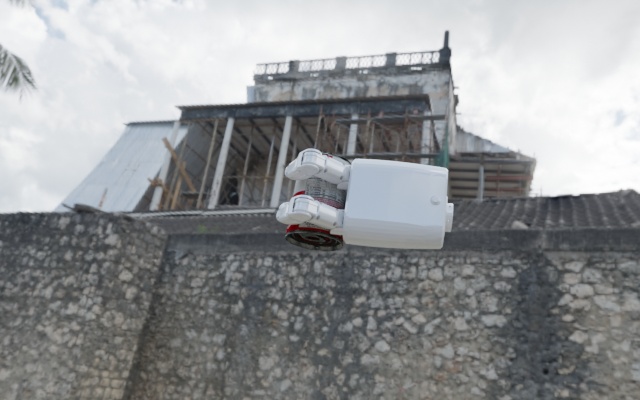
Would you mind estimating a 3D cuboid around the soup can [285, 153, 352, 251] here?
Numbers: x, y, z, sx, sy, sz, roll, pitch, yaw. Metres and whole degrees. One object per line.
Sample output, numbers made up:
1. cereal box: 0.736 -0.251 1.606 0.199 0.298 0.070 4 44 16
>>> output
1. soup can: 0.000 0.002 0.569 0.068 0.102 0.068 8 -21 3
